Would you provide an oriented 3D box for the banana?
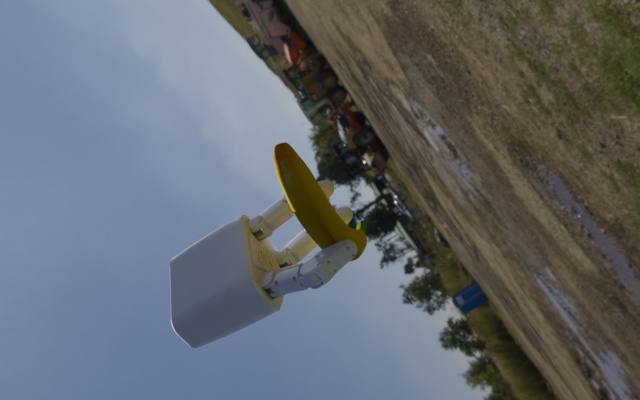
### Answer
[{"bbox_3d":[0.006,0.018,0.487,0.037,0.069,0.198,-25,-35,14],"label":"banana"}]
